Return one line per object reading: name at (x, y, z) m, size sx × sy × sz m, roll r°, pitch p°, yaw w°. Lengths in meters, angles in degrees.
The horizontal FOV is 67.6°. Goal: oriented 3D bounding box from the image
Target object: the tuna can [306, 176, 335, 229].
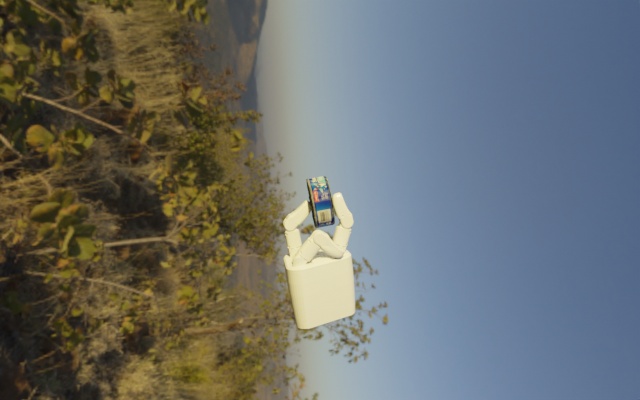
tuna can at (0.001, 0.002, 0.807) m, size 0.034 × 0.086 × 0.086 m, roll -10°, pitch 1°, yaw -4°
